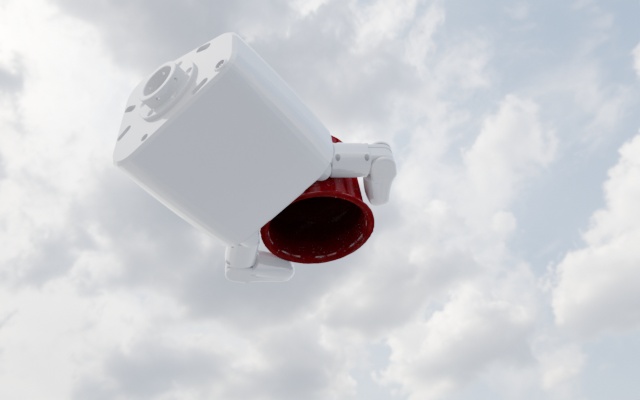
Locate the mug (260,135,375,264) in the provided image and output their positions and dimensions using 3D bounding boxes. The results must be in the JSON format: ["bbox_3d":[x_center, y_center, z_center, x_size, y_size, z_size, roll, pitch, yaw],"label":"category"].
[{"bbox_3d":[0.001,0.002,0.421,0.093,0.081,0.117,-28,-45,20],"label":"mug"}]
